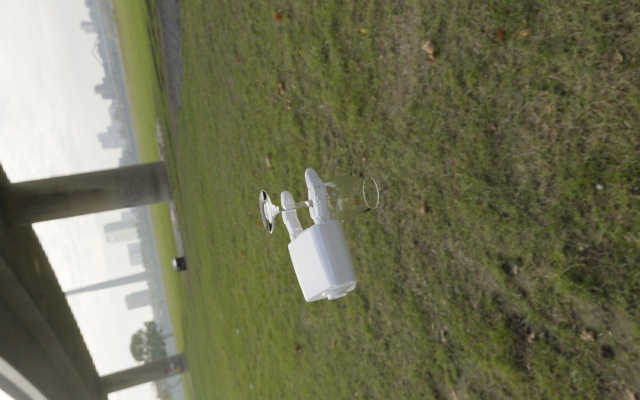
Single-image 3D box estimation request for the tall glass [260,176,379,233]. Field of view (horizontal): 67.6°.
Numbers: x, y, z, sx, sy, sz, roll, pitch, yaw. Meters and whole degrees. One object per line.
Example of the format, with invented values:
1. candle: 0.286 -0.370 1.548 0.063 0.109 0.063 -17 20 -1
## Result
1. tall glass: -0.001 0.003 0.841 0.201 0.079 0.079 -11 4 -20
